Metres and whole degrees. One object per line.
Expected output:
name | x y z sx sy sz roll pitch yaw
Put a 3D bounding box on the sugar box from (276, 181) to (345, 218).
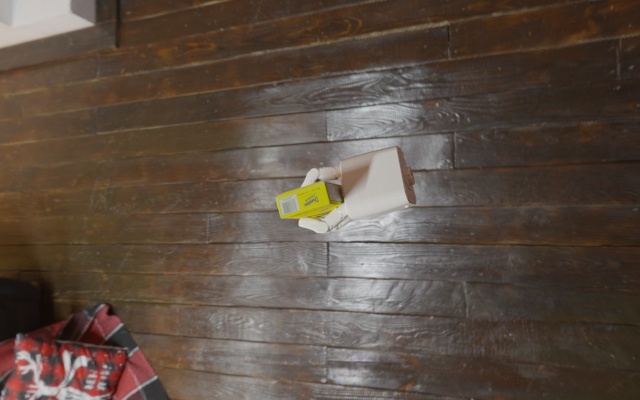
sugar box | 0.000 0.003 0.859 0.093 0.048 0.176 -17 -10 20
